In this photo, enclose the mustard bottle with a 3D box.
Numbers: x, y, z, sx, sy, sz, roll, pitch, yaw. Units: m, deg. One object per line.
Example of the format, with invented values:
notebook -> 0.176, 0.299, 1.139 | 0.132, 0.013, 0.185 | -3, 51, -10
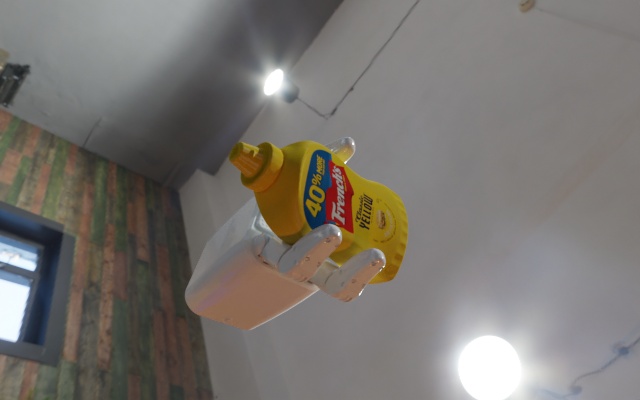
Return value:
mustard bottle -> 0.000, 0.001, 0.428 | 0.192, 0.096, 0.058 | 30, -32, -35
